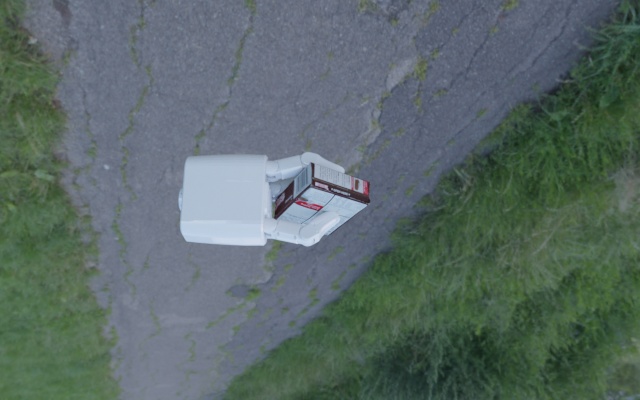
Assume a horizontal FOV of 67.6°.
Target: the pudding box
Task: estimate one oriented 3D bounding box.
[{"bbox_3d":[0.000,0.002,0.641,0.090,0.039,0.113,16,-32,-24],"label":"pudding box"}]
